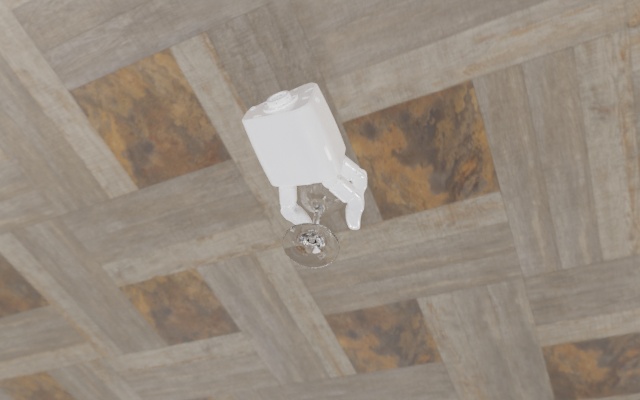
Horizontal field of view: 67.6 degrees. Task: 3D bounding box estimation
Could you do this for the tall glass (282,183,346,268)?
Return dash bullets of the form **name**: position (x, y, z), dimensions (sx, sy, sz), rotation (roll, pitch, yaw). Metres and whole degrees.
- **tall glass**: position (0.000, 0.003, 0.690), dimensions (0.079, 0.079, 0.201), rotation (0, 34, 9)
